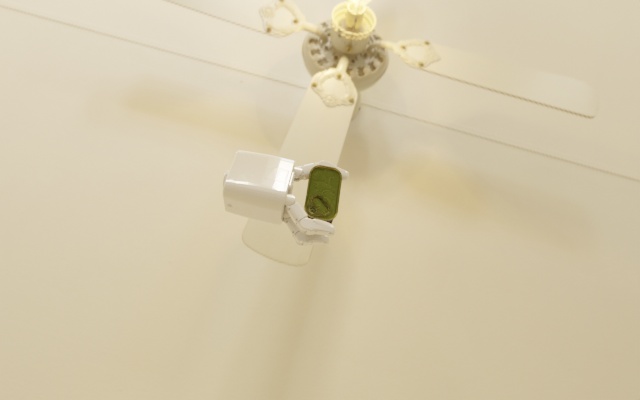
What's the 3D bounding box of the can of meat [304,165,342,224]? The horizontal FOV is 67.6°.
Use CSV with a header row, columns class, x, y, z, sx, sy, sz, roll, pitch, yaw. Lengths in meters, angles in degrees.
class,x,y,z,sx,sy,sz,roll,pitch,yaw
can of meat,0.000,0.003,0.846,0.057,0.102,0.084,10,-26,-3
